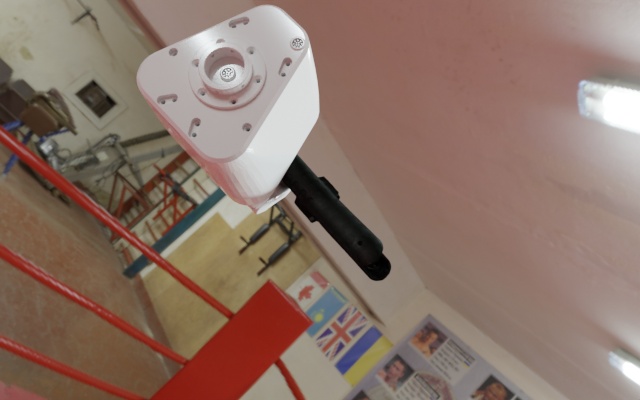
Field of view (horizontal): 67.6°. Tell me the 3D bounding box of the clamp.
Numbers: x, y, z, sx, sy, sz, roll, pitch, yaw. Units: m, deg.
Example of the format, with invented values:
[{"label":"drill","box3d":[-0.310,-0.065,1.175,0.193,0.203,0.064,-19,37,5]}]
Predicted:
[{"label":"clamp","box3d":[0.000,0.001,0.411,0.039,0.171,0.120,-43,-10,-8]}]
